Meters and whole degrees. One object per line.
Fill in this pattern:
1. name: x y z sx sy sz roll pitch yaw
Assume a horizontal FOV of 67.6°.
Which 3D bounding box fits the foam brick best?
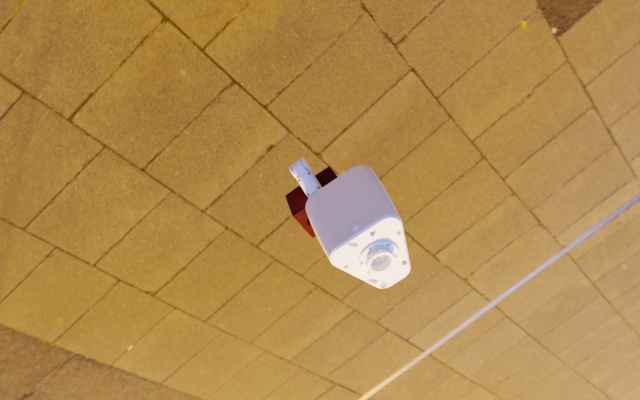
1. foam brick: 0.000 0.002 0.656 0.078 0.053 0.051 -34 38 7
